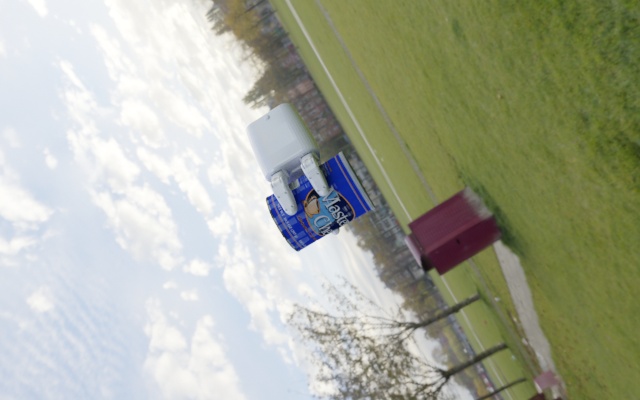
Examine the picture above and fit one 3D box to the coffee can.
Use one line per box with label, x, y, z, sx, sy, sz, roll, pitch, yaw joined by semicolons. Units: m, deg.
coffee can;0.000;0.003;0.751;0.140;0.103;0.103;-31;-4;6
